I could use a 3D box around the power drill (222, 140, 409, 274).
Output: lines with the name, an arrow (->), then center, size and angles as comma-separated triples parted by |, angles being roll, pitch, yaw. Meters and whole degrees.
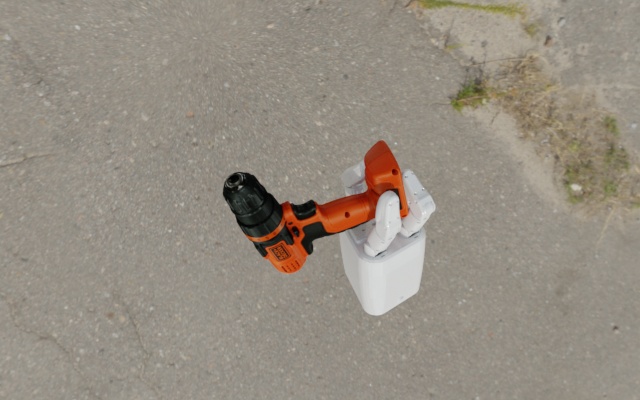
power drill -> 0.001, 0.002, 0.547 | 0.187, 0.057, 0.185 | -22, -36, 3
